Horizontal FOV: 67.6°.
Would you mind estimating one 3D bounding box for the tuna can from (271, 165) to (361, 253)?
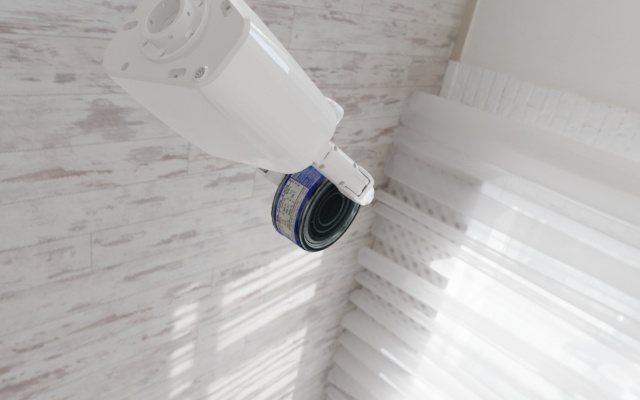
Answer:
[{"bbox_3d":[0.001,0.002,0.413,0.033,0.086,0.086,32,18,31],"label":"tuna can"}]
